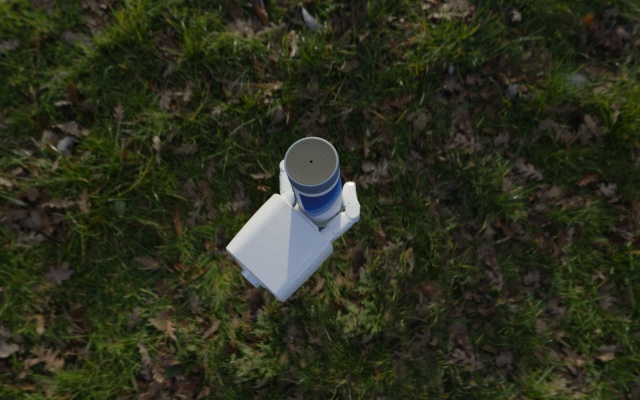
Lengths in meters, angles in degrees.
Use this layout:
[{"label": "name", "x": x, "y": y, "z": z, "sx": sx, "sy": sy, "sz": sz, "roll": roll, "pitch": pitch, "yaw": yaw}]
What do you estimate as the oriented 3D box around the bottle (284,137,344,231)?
[{"label": "bottle", "x": 0.000, "y": 0.002, "z": 0.713, "sx": 0.069, "sy": 0.069, "sz": 0.296, "roll": 0, "pitch": -20, "yaw": 5}]
